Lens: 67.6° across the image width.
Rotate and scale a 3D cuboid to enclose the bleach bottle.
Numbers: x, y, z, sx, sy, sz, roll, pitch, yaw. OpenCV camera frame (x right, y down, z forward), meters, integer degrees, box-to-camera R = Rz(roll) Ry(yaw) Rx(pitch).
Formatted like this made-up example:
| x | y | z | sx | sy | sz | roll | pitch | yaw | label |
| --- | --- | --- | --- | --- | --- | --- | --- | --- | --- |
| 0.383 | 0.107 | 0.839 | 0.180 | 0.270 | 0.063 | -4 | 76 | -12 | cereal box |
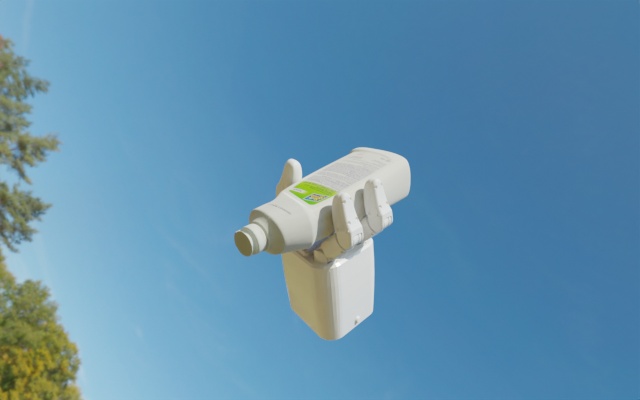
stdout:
| x | y | z | sx | sy | sz | roll | pitch | yaw | label |
| --- | --- | --- | --- | --- | --- | --- | --- | --- | --- |
| 0.000 | 0.002 | 0.569 | 0.102 | 0.068 | 0.250 | 15 | 29 | 41 | bleach bottle |
